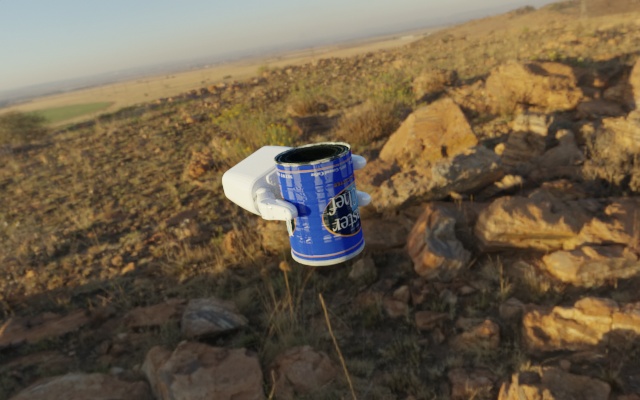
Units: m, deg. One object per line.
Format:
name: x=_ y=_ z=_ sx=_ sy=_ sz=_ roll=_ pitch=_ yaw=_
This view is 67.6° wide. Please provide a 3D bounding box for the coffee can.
coffee can: x=0.000 y=0.002 z=0.643 sx=0.103 sy=0.140 sz=0.102 roll=-8 pitch=19 yaw=3
